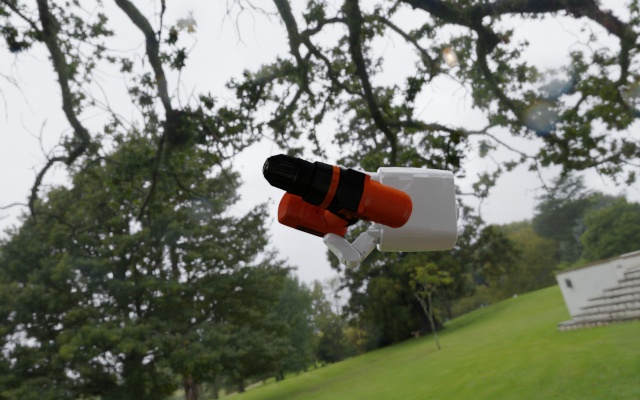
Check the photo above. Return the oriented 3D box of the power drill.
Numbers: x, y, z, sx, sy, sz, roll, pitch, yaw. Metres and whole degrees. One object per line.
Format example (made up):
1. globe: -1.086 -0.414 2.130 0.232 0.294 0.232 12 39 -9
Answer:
1. power drill: 0.000 0.002 0.618 0.184 0.057 0.188 19 -15 -14
